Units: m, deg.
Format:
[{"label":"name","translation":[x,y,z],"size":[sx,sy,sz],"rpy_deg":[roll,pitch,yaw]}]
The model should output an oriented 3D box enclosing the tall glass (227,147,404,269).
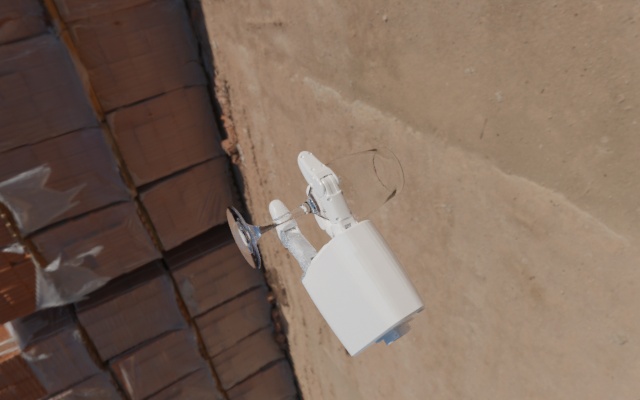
[{"label":"tall glass","translation":[-0.001,0.002,0.547],"size":[0.201,0.079,0.079],"rpy_deg":[-25,10,-23]}]
